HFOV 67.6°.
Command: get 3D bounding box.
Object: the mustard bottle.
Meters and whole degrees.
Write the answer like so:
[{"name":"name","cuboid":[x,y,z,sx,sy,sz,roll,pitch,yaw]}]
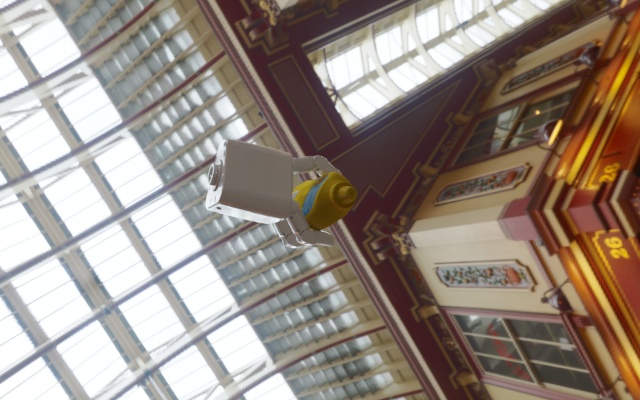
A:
[{"name":"mustard bottle","cuboid":[0.000,0.003,0.756,0.058,0.096,0.191,37,-23,-18]}]
